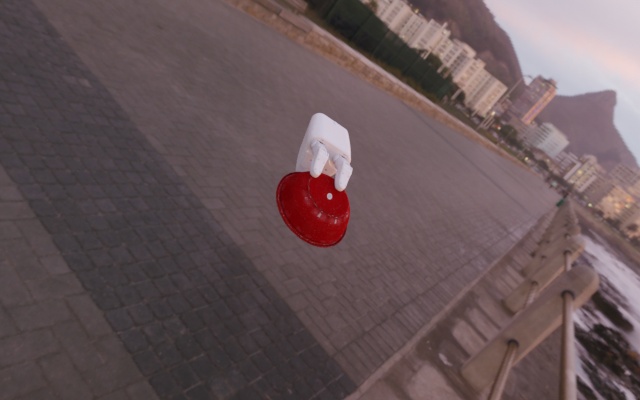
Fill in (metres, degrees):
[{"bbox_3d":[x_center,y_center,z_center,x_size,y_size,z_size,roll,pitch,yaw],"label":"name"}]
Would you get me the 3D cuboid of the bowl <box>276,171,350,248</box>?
[{"bbox_3d":[0.000,0.004,0.879,0.162,0.162,0.055,0,-29,-41],"label":"bowl"}]
